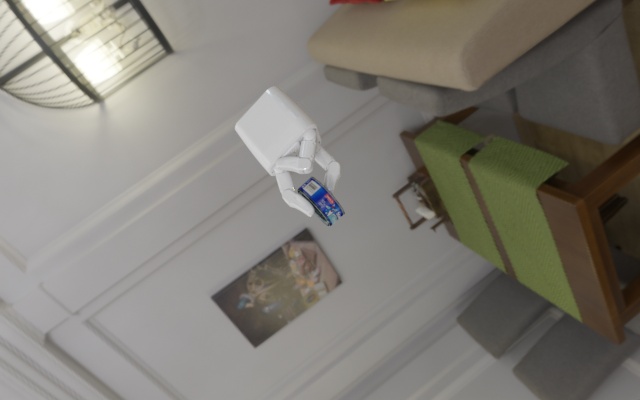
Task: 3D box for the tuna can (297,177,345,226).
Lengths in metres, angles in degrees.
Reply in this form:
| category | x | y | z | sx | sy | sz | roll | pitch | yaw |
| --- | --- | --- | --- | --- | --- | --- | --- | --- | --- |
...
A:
| category | x | y | z | sx | sy | sz | roll | pitch | yaw |
| --- | --- | --- | --- | --- | --- | --- | --- | --- | --- |
| tuna can | 0.000 | 0.003 | 0.806 | 0.034 | 0.086 | 0.086 | -42 | 7 | -8 |
